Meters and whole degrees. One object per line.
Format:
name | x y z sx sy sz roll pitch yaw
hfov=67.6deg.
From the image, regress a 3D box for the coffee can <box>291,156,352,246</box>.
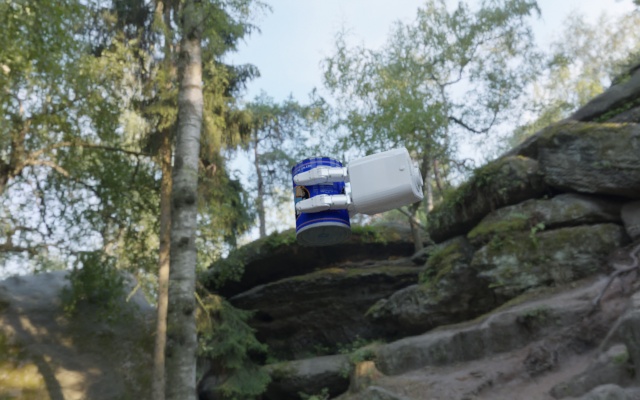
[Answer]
coffee can | 0.000 0.003 0.898 0.103 0.140 0.103 -5 -25 -2
